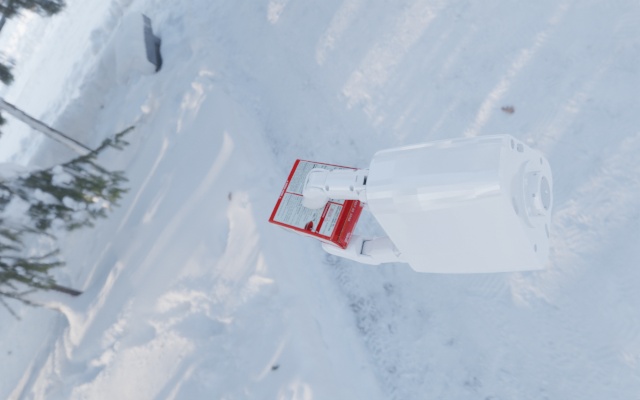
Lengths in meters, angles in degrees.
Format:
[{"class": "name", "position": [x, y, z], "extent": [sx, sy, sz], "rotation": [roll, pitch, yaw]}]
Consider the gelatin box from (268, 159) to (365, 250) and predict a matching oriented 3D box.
[{"class": "gelatin box", "position": [0.000, 0.001, 0.469], "extent": [0.089, 0.073, 0.030], "rotation": [13, -15, 40]}]
